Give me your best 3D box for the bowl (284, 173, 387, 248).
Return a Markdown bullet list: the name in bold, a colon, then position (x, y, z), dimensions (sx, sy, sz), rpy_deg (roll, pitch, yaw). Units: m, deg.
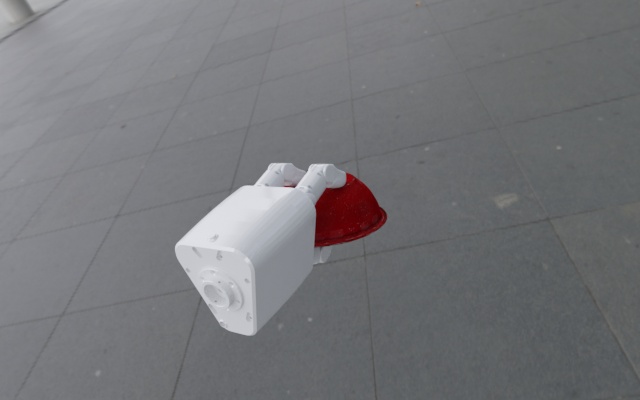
- **bowl**: position (0.000, 0.001, 0.594), dimensions (0.162, 0.055, 0.162), rpy_deg (-6, 17, 2)
